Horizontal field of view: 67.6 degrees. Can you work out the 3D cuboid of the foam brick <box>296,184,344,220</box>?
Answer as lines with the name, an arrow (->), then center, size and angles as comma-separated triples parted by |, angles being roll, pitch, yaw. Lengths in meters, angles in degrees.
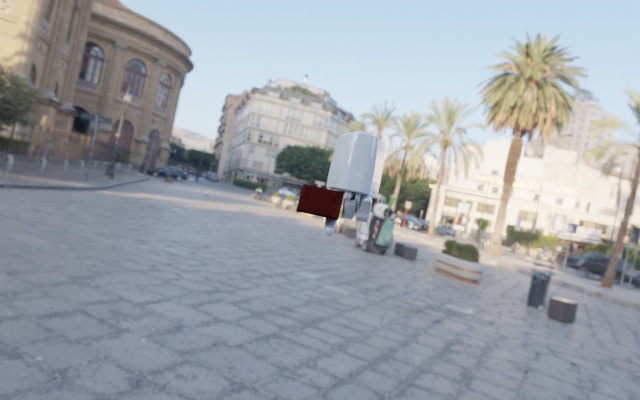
foam brick -> 0.000, 0.003, 0.878 | 0.078, 0.051, 0.053 | 12, 0, 1
